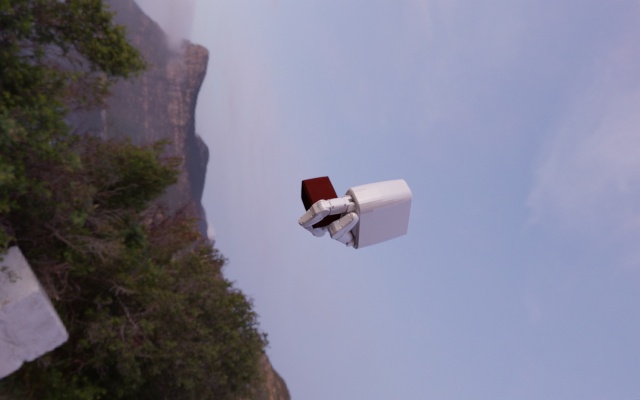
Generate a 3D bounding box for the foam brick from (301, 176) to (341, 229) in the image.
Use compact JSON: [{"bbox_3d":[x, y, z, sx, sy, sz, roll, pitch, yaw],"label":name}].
[{"bbox_3d":[0.000,0.003,0.868,0.051,0.078,0.053,-13,-34,-15],"label":"foam brick"}]
